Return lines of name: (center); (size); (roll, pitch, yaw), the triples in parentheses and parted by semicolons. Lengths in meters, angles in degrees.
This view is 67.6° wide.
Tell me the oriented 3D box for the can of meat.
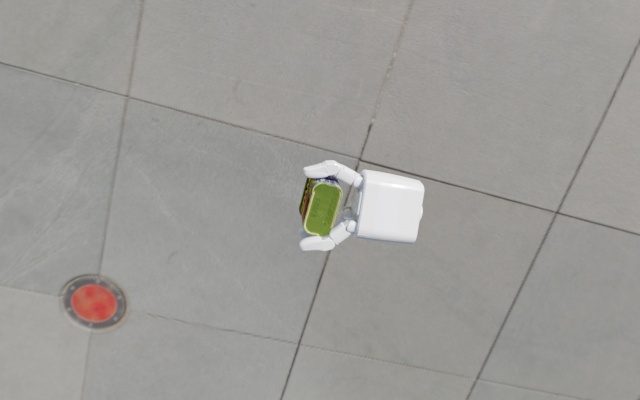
can of meat: (0.000, 0.003, 0.829); (0.057, 0.102, 0.084); (12, 19, -10)
